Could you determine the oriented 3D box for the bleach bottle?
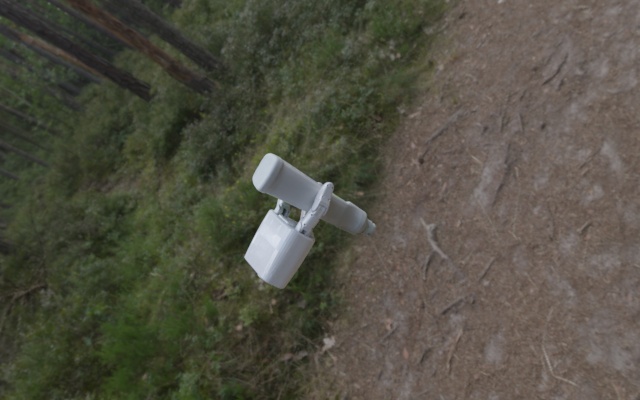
[{"bbox_3d":[0.000,0.003,0.884,0.251,0.068,0.102,29,4,-22],"label":"bleach bottle"}]
